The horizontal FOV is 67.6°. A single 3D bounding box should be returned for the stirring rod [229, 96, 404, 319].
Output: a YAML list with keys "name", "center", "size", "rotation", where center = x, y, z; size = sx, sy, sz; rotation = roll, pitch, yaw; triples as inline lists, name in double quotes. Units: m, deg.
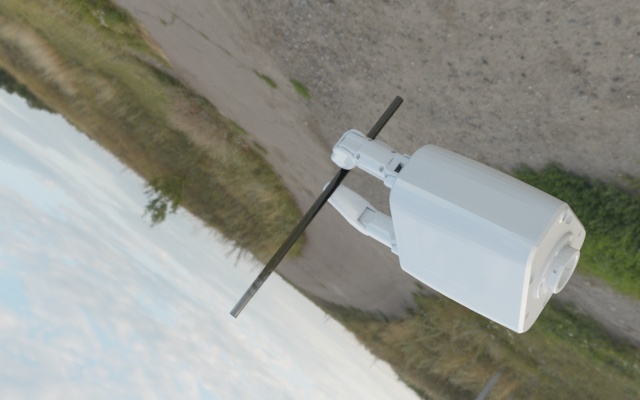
- name: "stirring rod"
  center: [0.000, 0.001, 0.414]
  size: [0.011, 0.239, 0.011]
  rotation: [36, -10, 7]
